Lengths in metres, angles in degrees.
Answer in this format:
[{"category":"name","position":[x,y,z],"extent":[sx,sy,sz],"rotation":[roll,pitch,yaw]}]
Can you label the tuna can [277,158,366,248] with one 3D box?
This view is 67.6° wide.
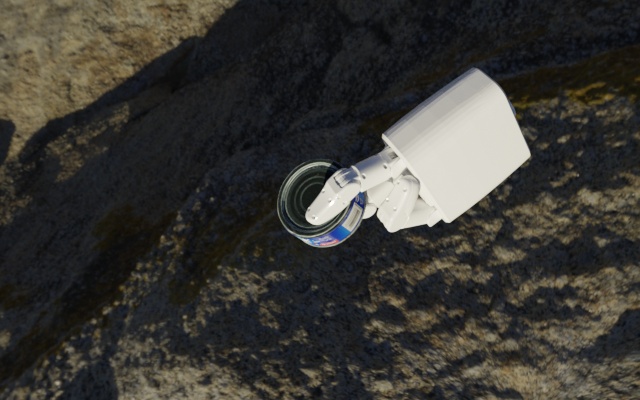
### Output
[{"category":"tuna can","position":[0.000,0.001,0.478],"extent":[0.086,0.086,0.034],"rotation":[0,-19,28]}]
